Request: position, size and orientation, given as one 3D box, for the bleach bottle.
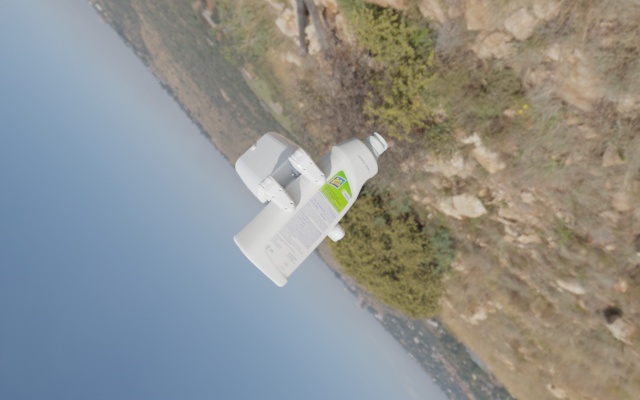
[{"bbox_3d":[0.000,0.002,0.684,0.068,0.251,0.103,41,-8,49],"label":"bleach bottle"}]
